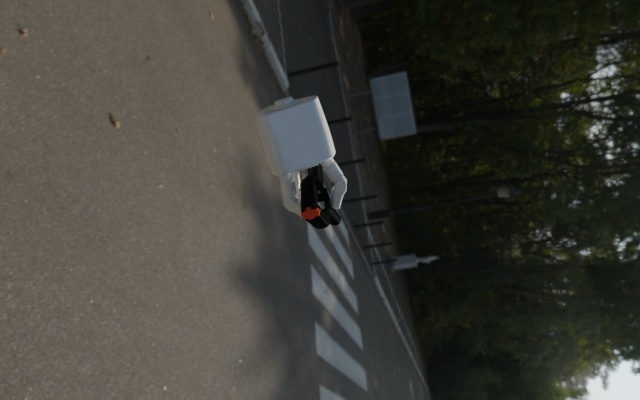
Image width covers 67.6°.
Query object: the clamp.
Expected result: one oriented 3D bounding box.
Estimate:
[{"bbox_3d":[0.001,0.003,0.857,0.036,0.165,0.210,-16,20,12],"label":"clamp"}]
